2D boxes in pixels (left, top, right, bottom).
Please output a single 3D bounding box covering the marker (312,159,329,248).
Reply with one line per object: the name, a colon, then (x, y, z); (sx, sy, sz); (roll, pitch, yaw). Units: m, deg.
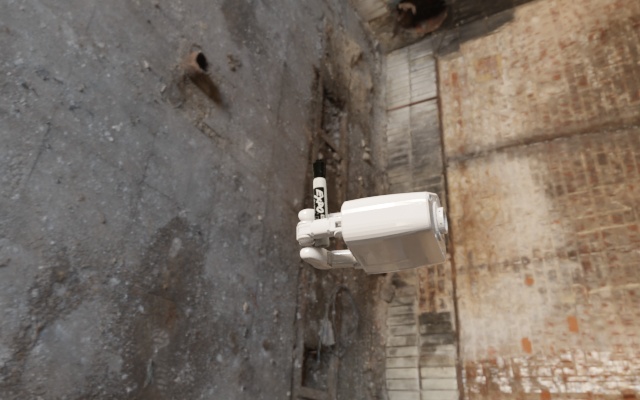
marker: (0.000, 0.002, 0.636); (0.020, 0.121, 0.020); (-2, -19, -1)
